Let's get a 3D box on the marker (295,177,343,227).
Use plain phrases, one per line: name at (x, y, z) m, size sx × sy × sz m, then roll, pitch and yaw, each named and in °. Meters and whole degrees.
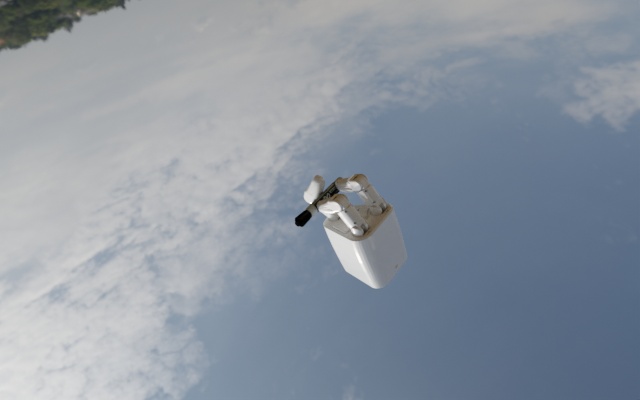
marker at (0.000, 0.002, 0.768) m, size 0.020 × 0.020 × 0.121 m, roll 0°, pitch 35°, yaw 47°
